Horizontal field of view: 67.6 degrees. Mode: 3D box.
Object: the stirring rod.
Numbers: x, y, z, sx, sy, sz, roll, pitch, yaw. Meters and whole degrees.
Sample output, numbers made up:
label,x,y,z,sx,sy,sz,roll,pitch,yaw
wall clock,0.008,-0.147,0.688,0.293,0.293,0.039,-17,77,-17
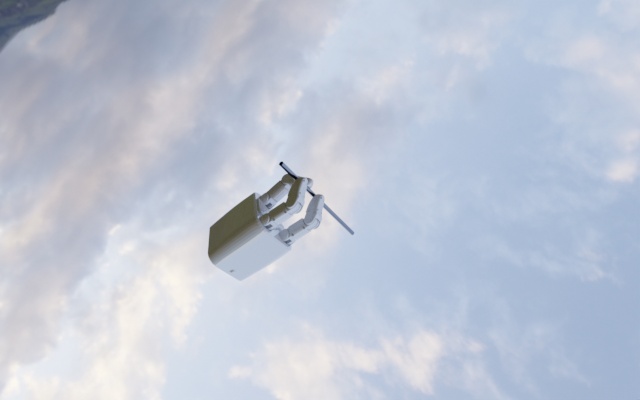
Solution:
label,x,y,z,sx,sy,sz,roll,pitch,yaw
stirring rod,0.000,0.003,0.813,0.011,0.011,0.240,0,-29,35
